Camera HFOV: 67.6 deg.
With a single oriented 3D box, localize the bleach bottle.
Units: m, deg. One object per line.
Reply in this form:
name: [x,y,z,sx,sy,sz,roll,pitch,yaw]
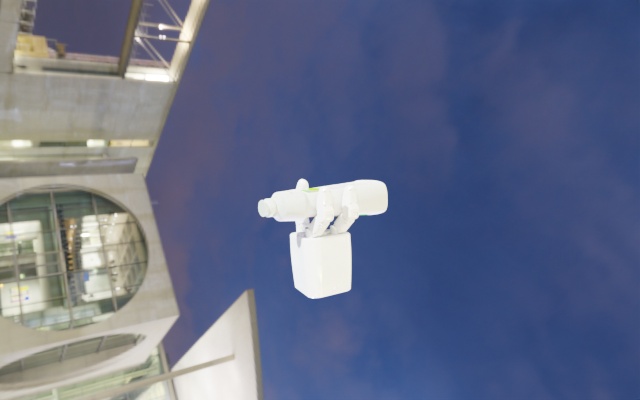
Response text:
bleach bottle: [0.000,0.003,0.869,0.251,0.068,0.102,-6,4,-35]
